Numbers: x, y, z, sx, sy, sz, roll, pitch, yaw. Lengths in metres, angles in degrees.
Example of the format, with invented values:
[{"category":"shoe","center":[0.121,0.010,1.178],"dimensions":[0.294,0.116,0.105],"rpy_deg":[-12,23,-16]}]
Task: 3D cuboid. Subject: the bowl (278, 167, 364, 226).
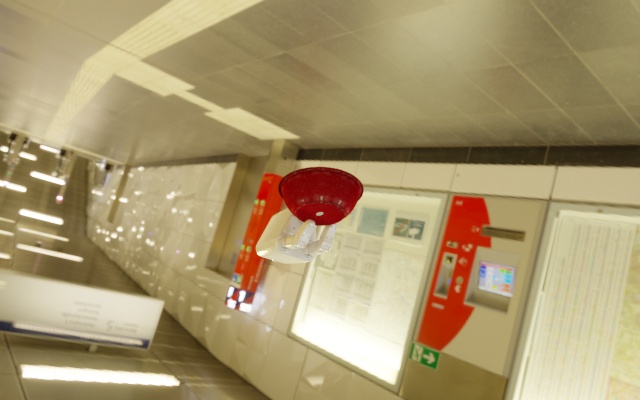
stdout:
[{"category":"bowl","center":[0.001,0.003,0.886],"dimensions":[0.162,0.055,0.162],"rpy_deg":[1,-30,1]}]
